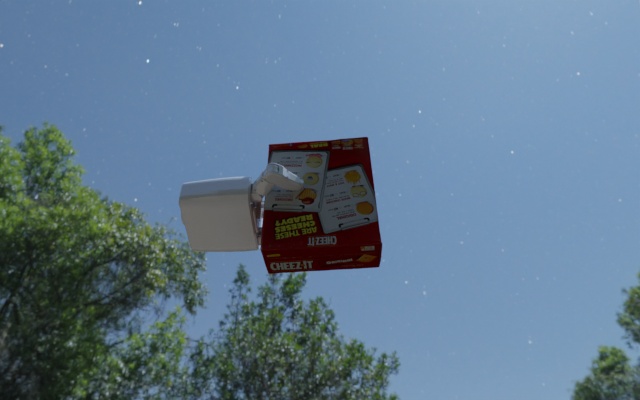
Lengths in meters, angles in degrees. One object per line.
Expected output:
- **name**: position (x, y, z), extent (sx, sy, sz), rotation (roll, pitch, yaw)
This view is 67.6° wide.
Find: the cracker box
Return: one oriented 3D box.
- **cracker box**: position (0.000, 0.002, 0.724), extent (0.164, 0.213, 0.072), rotation (-4, -41, 3)
